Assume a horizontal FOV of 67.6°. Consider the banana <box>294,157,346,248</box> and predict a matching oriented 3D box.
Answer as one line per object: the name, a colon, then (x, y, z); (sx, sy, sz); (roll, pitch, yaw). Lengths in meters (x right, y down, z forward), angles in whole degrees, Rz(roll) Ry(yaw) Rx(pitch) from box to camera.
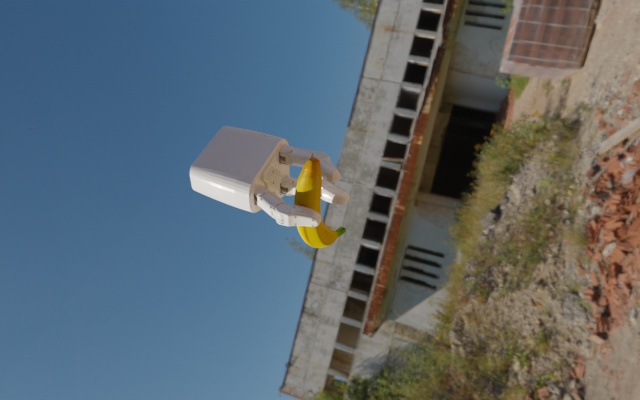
banana: (-0.008, 0.019, 0.675); (0.037, 0.069, 0.198); (21, -24, 23)
